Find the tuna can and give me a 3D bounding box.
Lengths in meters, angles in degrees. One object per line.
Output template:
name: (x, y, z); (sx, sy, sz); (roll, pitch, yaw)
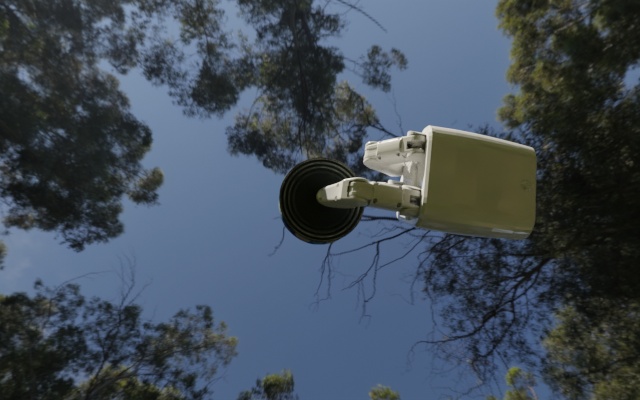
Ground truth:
tuna can: (0.000, 0.002, 0.486); (0.086, 0.086, 0.034); (0, -11, -7)
